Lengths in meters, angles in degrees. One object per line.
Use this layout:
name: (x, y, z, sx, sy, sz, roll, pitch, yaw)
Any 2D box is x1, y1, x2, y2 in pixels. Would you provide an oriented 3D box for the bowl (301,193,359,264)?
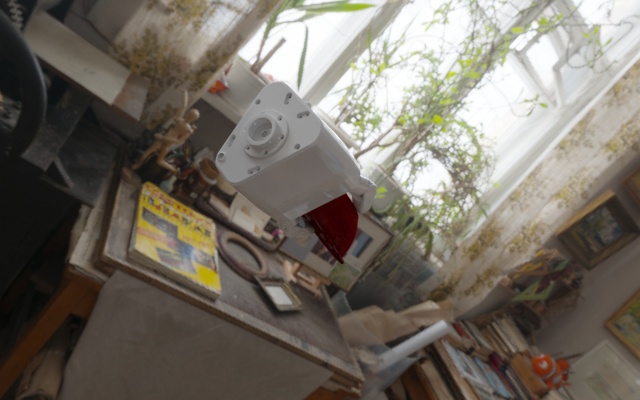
bowl: (0.001, 0.002, 0.617, 0.055, 0.162, 0.162, -37, 4, -6)
